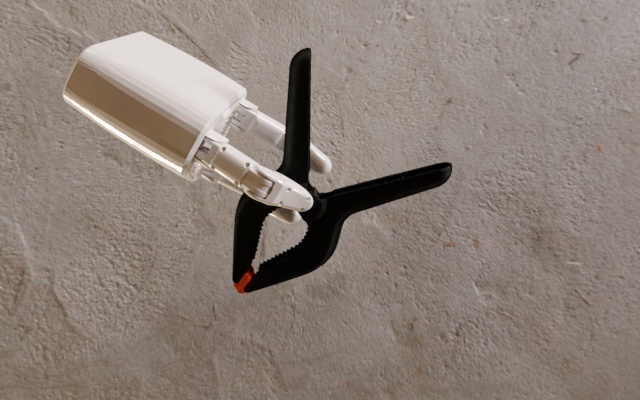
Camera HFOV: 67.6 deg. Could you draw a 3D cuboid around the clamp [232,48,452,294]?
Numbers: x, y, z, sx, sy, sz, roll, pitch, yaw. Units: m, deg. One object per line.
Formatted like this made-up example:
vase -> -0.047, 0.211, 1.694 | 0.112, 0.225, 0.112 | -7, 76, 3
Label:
clamp -> 0.000, 0.002, 0.414 | 0.164, 0.210, 0.036 | 31, 10, -4
